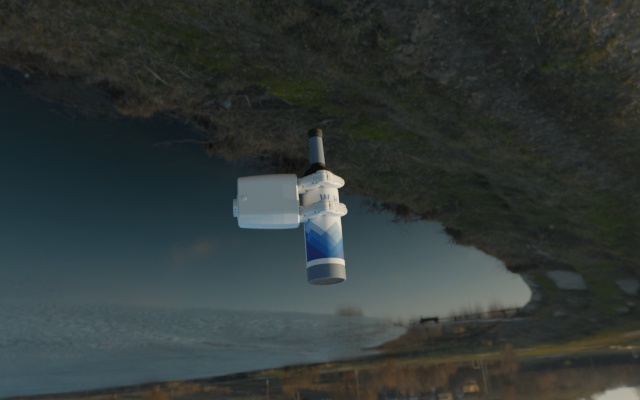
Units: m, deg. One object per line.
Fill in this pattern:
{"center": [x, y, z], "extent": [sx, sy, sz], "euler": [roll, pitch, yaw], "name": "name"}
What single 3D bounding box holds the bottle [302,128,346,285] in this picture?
{"center": [0.000, 0.003, 0.877], "extent": [0.069, 0.295, 0.069], "euler": [-4, -21, -2], "name": "bottle"}
